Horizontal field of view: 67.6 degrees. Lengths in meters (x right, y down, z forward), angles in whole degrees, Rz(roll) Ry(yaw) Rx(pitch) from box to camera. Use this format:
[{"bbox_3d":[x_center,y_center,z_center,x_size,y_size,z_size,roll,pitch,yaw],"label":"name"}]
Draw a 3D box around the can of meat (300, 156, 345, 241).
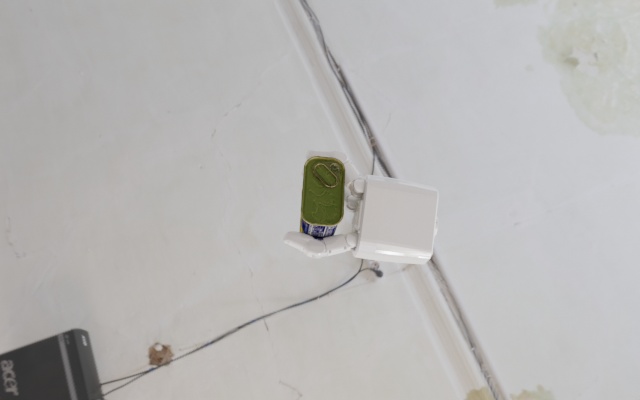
[{"bbox_3d":[0.000,0.002,0.675,0.057,0.102,0.084,5,-24,-4],"label":"can of meat"}]
